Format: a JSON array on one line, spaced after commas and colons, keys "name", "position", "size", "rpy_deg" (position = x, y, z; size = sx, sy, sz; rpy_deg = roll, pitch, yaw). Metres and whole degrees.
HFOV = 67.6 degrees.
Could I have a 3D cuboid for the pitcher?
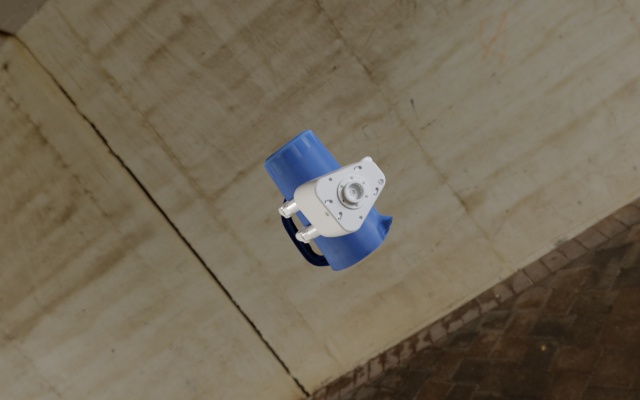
[{"name": "pitcher", "position": [0.000, 0.003, 0.873], "size": [0.149, 0.243, 0.145], "rpy_deg": [-39, 7, -18]}]
